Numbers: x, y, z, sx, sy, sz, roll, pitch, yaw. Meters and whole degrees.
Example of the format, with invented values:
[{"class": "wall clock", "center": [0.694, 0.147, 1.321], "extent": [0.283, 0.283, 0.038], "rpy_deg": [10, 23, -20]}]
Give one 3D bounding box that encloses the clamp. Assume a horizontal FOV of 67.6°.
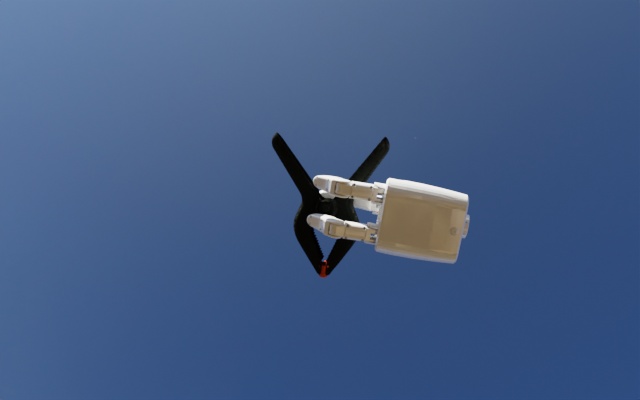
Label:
[{"class": "clamp", "center": [0.000, 0.003, 0.679], "extent": [0.164, 0.210, 0.036], "rpy_deg": [11, 9, 9]}]
